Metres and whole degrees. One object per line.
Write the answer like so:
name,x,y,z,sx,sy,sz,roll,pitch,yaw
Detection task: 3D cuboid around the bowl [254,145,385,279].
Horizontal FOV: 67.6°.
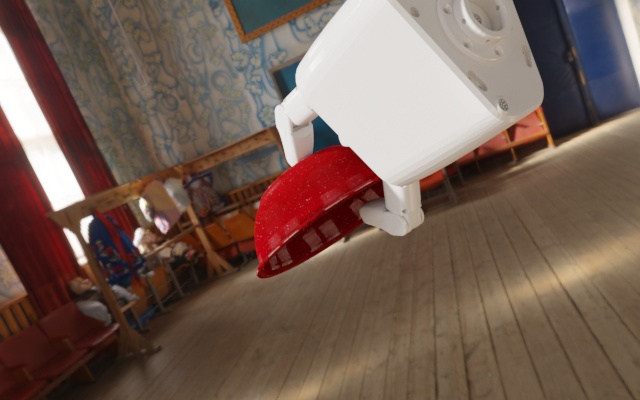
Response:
bowl,-0.001,0.002,0.420,0.162,0.055,0.162,-33,-13,-9
